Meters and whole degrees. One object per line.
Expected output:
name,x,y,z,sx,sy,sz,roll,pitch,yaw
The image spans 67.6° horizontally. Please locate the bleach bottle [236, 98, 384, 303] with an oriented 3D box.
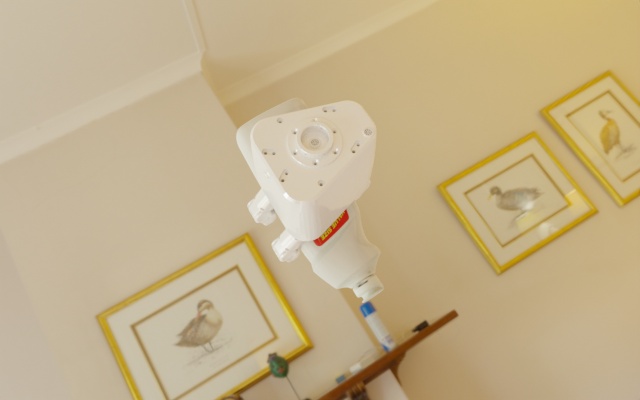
bleach bottle,0.000,0.002,0.568,0.102,0.250,0.068,-30,-18,-12
